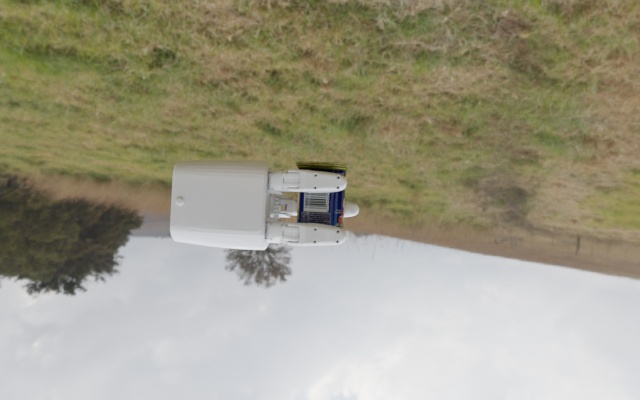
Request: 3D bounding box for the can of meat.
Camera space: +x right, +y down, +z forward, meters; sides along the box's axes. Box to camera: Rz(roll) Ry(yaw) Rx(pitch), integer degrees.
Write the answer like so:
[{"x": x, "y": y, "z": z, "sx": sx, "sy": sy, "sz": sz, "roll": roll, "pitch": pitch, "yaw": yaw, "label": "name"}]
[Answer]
[{"x": 0.000, "y": 0.002, "z": 0.547, "sx": 0.057, "sy": 0.084, "sz": 0.102, "roll": 3, "pitch": -1, "yaw": 0, "label": "can of meat"}]
